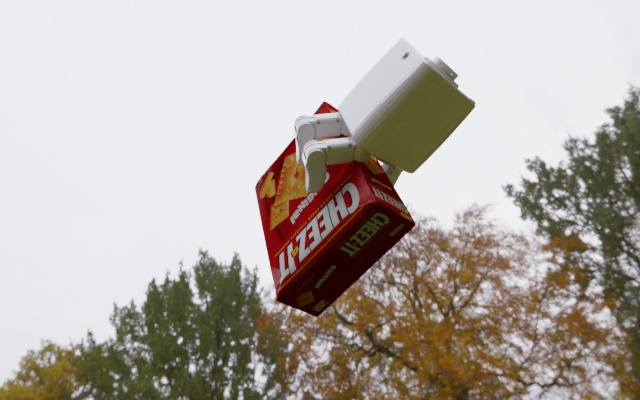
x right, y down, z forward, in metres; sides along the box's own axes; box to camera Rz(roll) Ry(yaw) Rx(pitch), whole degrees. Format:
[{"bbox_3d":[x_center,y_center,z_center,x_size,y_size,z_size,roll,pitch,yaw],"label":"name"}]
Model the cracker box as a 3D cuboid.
[{"bbox_3d":[0.000,0.002,0.580,0.072,0.164,0.213,28,26,-32],"label":"cracker box"}]
